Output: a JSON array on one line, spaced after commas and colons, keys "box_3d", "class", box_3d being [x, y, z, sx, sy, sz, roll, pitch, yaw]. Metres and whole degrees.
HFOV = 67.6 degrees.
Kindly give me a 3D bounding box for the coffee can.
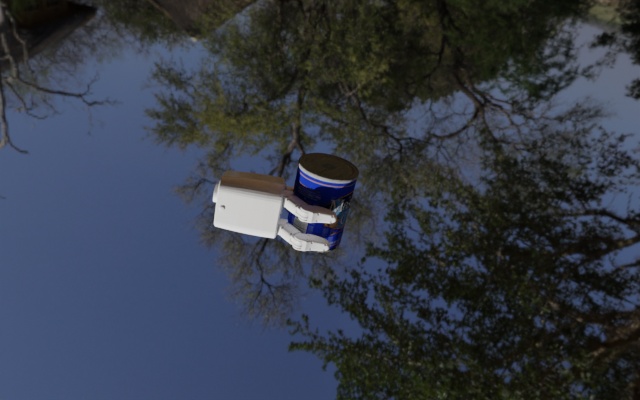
[{"box_3d": [0.000, 0.003, 0.820, 0.103, 0.140, 0.102, 10, 27, -5], "class": "coffee can"}]
